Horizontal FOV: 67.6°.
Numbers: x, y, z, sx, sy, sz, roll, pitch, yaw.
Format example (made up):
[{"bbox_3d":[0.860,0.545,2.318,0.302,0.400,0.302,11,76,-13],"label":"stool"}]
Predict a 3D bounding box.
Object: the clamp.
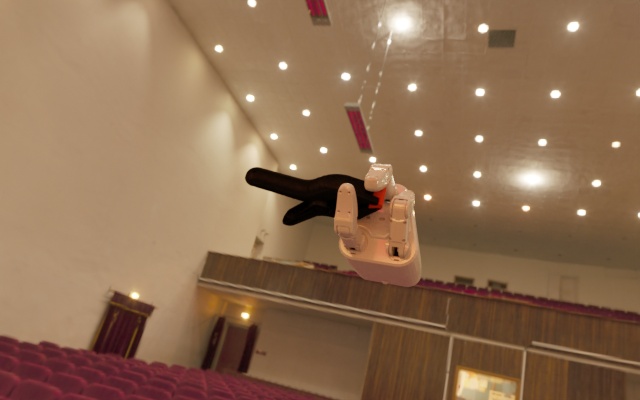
[{"bbox_3d":[0.000,0.001,0.605,0.171,0.039,0.120,7,-24,20],"label":"clamp"}]
